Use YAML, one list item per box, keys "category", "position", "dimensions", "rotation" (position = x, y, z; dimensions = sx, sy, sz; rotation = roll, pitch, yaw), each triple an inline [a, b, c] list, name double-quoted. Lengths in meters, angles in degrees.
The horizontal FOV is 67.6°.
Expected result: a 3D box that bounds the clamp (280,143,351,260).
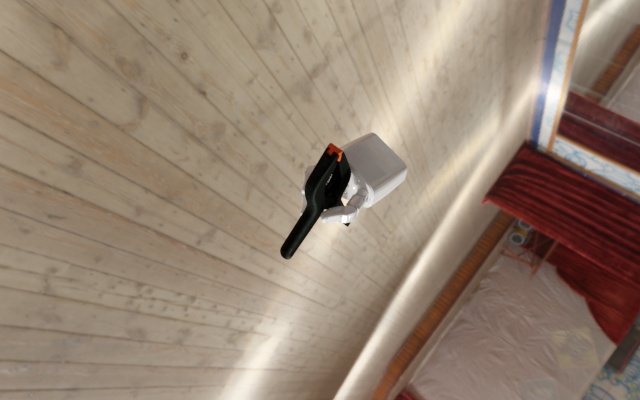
- category: "clamp"
  position: [0.001, 0.003, 0.800]
  dimensions: [0.164, 0.210, 0.036]
  rotation: [-32, 55, -33]
